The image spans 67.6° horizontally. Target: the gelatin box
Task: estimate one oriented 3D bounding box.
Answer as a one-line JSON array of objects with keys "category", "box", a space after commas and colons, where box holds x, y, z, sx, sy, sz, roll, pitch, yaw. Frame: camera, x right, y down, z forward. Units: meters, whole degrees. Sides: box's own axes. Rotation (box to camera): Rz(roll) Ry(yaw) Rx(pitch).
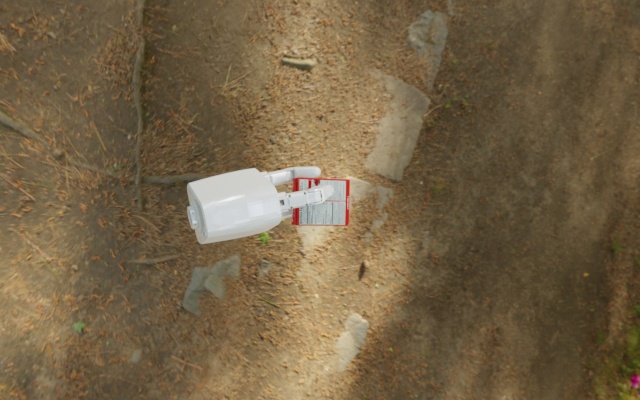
[{"category": "gelatin box", "box": [0.001, 0.002, 0.736, 0.089, 0.073, 0.030, 1, -1, -21]}]
